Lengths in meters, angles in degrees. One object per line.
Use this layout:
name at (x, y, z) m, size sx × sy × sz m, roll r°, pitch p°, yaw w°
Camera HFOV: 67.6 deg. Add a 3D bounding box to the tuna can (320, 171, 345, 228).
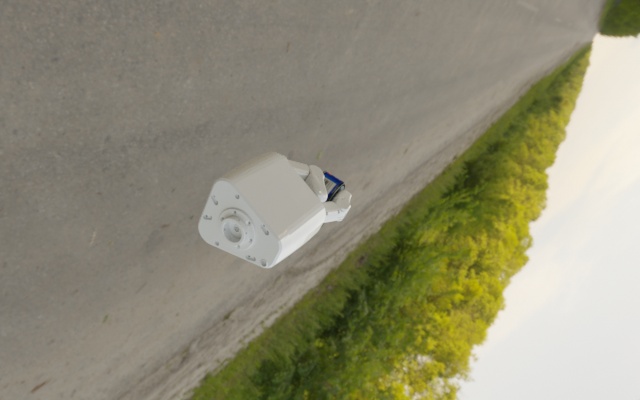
tuna can at (0.001, 0.003, 0.687) m, size 0.034 × 0.086 × 0.086 m, roll 32°, pitch 6°, yaw 10°
